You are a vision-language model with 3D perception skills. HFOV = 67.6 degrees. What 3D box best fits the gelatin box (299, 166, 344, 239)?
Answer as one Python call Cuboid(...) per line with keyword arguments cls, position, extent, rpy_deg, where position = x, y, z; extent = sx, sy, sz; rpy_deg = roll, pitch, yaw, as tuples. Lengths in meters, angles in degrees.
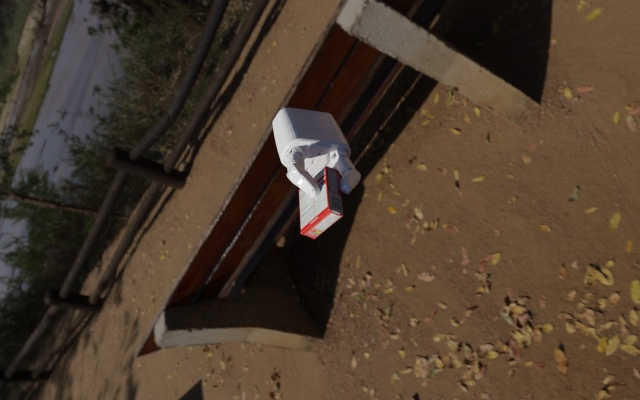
Cuboid(cls="gelatin box", position=(0.000, 0.003, 0.730), extent=(0.030, 0.089, 0.073), rpy_deg=(23, -45, -30))
